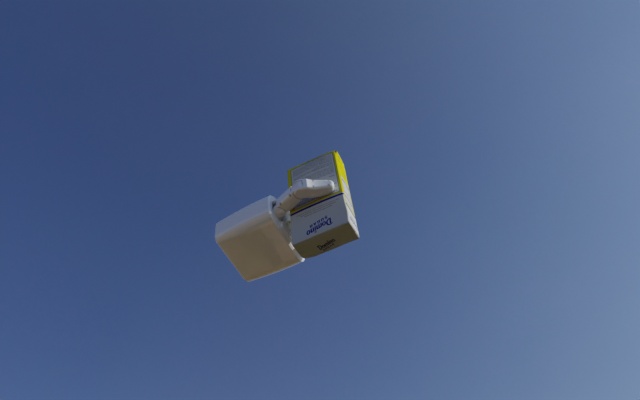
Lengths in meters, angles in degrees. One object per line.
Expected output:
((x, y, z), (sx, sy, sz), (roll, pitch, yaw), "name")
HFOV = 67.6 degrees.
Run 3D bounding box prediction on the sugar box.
((0.000, 0.003, 0.743), (0.093, 0.176, 0.048), (-23, -48, 14), "sugar box")
